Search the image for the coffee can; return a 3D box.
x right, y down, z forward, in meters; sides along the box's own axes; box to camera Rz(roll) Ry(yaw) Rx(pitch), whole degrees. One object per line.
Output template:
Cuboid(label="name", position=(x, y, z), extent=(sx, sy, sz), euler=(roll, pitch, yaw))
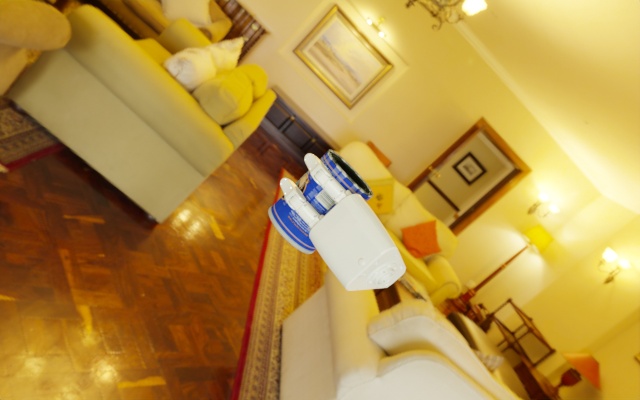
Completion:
Cuboid(label="coffee can", position=(0.000, 0.003, 0.772), extent=(0.140, 0.103, 0.103), euler=(-44, -13, 13))
